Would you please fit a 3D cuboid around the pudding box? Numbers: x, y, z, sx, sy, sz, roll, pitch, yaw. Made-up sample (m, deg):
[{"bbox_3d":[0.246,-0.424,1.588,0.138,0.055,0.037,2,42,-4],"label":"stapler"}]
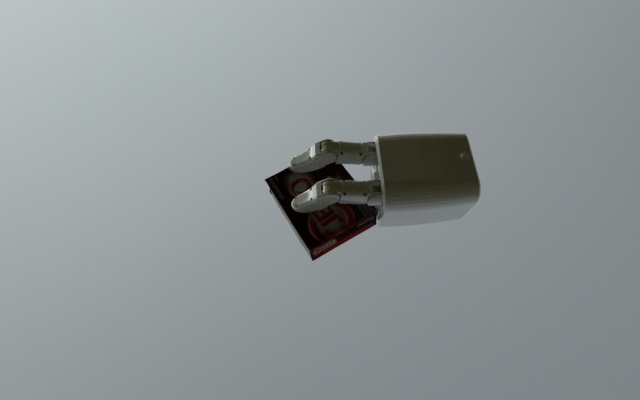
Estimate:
[{"bbox_3d":[0.000,0.002,0.564,0.090,0.113,0.039,-29,-30,-12],"label":"pudding box"}]
